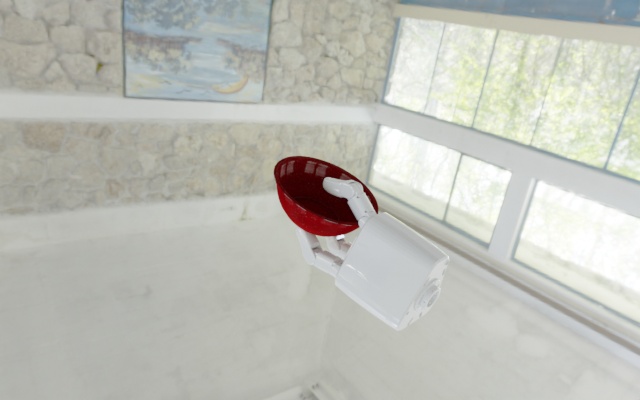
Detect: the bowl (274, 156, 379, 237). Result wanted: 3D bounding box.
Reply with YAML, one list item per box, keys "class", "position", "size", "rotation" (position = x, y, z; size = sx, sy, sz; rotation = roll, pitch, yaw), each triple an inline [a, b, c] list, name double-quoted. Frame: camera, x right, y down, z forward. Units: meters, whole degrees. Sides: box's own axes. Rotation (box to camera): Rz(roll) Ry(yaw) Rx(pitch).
- class: "bowl"
  position: [-0.001, 0.002, 0.693]
  size: [0.162, 0.055, 0.162]
  rotation: [19, 31, -12]
